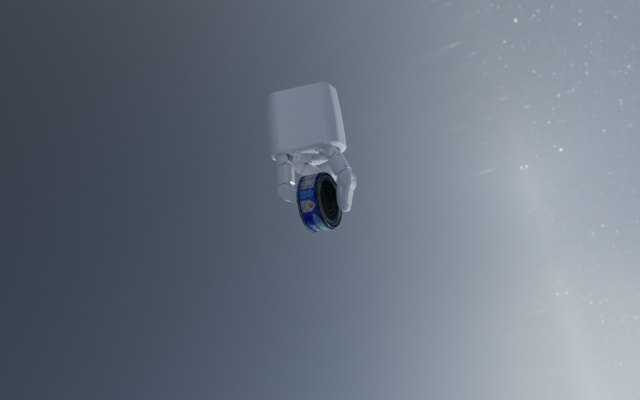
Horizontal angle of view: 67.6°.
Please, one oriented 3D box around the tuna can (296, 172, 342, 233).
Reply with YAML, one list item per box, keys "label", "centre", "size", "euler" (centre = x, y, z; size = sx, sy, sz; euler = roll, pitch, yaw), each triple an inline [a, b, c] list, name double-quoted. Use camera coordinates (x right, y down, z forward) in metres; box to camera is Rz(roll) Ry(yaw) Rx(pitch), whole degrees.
- label: "tuna can"
  centre: [0.001, 0.002, 0.695]
  size: [0.034, 0.086, 0.086]
  euler: [-11, -5, 25]
